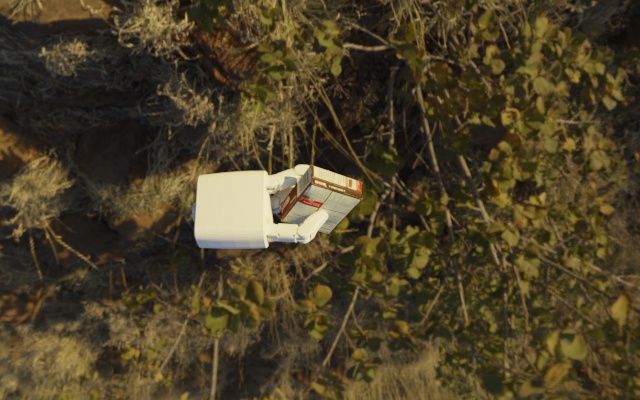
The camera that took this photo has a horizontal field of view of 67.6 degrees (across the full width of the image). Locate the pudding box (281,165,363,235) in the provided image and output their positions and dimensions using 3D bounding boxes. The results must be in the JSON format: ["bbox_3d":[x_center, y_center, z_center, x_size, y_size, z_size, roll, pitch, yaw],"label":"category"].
[{"bbox_3d":[0.000,0.003,0.746,0.090,0.039,0.113,16,-39,-22],"label":"pudding box"}]
